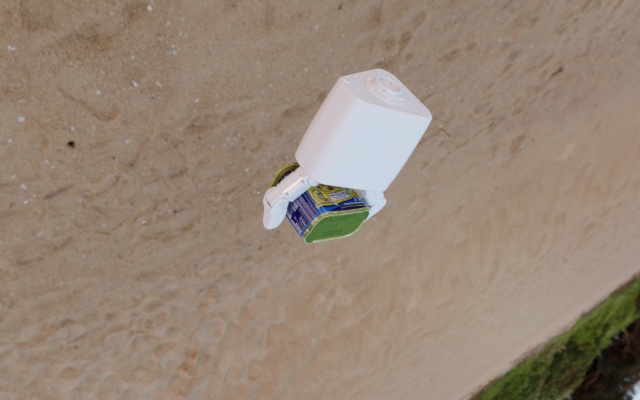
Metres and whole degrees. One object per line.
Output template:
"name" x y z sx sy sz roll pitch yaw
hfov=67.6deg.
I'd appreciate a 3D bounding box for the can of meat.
"can of meat" 0.000 0.002 0.582 0.102 0.084 0.057 -6 -40 -44
